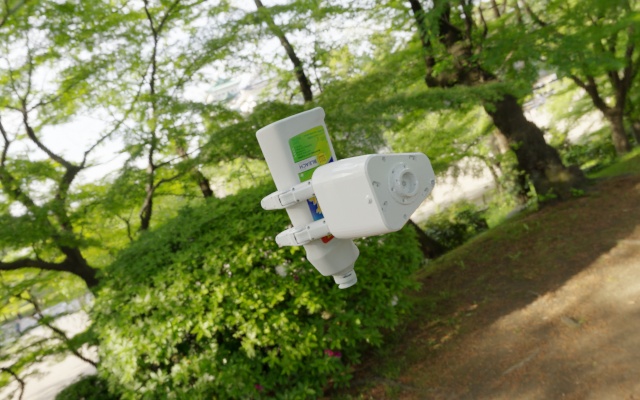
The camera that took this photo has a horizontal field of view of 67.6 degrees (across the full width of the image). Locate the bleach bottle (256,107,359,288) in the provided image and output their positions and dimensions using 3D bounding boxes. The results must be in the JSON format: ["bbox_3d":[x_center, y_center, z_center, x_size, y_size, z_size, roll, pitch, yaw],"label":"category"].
[{"bbox_3d":[0.000,0.002,0.681,0.102,0.251,0.068,-27,9,-34],"label":"bleach bottle"}]
